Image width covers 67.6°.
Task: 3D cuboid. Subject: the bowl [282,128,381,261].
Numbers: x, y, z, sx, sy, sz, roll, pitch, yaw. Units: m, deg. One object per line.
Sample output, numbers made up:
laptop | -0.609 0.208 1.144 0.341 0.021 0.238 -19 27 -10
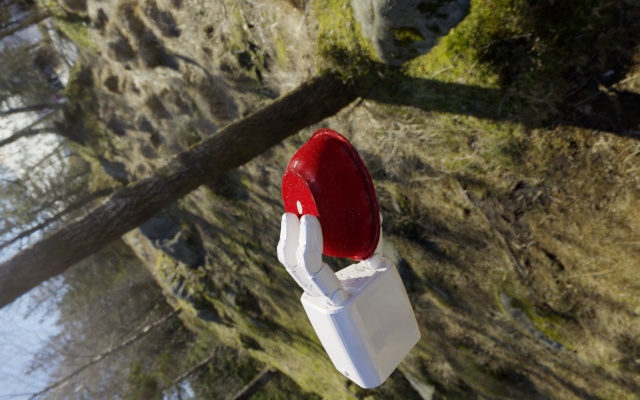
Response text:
bowl | -0.001 0.001 0.549 0.055 0.162 0.162 -18 8 -25
